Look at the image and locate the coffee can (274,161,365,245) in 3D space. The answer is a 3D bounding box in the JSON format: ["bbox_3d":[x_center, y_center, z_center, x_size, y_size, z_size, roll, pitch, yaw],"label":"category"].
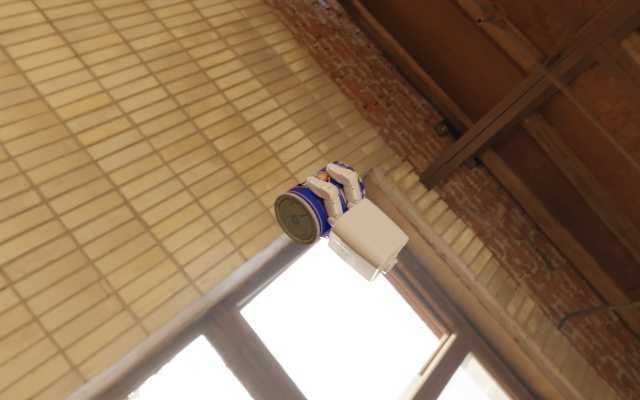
[{"bbox_3d":[0.000,0.003,0.872,0.103,0.103,0.140,0,27,46],"label":"coffee can"}]
